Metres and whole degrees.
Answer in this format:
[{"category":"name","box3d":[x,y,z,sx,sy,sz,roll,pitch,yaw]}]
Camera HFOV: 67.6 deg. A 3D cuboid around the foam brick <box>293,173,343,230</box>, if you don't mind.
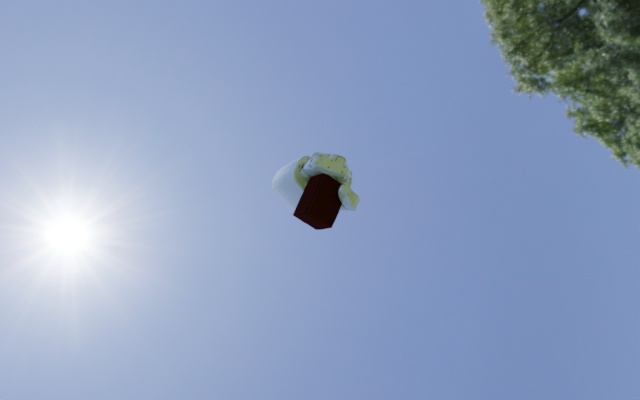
[{"category":"foam brick","box3d":[0.000,0.003,0.786,0.053,0.078,0.051,33,-22,-22]}]
